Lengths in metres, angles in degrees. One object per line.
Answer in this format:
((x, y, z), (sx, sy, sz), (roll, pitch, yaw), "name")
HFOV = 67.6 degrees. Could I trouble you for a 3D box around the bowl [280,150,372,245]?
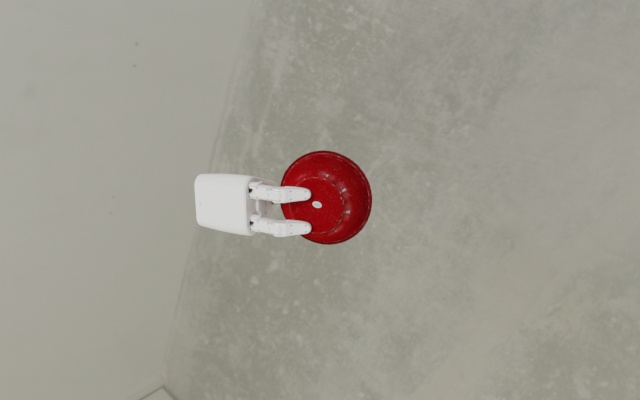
((0.001, 0.002, 0.773), (0.162, 0.162, 0.055), (0, 13, 16), "bowl")
